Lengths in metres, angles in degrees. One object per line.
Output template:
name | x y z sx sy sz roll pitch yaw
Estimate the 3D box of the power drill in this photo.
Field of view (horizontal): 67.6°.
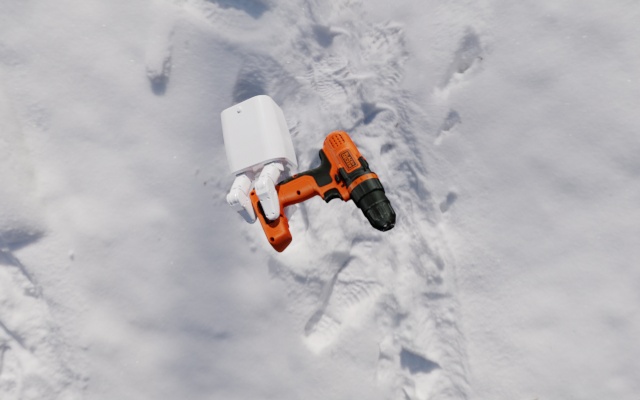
power drill | 0.000 0.002 0.720 0.187 0.184 0.057 -28 -30 0
